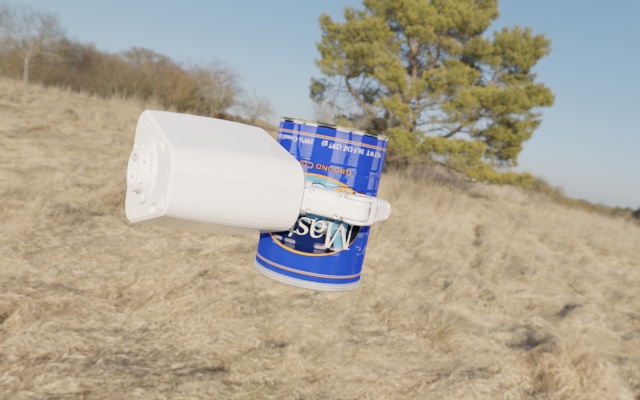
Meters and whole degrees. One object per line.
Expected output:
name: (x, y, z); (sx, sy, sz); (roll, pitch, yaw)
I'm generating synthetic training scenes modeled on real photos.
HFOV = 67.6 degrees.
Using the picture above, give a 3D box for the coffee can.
coffee can: (0.000, 0.002, 0.446); (0.103, 0.140, 0.103); (11, 6, -1)
